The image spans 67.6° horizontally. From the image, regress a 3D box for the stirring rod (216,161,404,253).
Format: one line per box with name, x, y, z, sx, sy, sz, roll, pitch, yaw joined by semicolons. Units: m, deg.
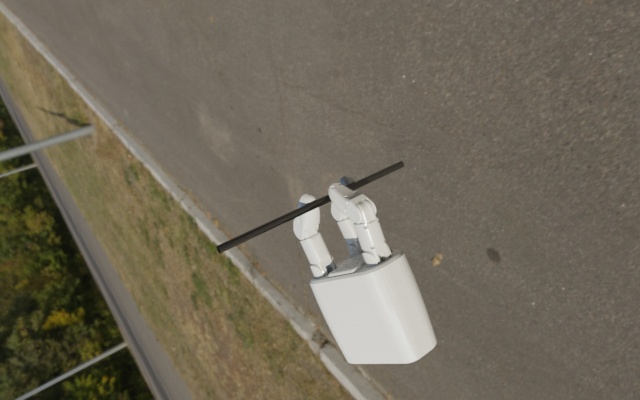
stirring rod;0.000;0.002;0.505;0.239;0.011;0.011;-25;13;-29
